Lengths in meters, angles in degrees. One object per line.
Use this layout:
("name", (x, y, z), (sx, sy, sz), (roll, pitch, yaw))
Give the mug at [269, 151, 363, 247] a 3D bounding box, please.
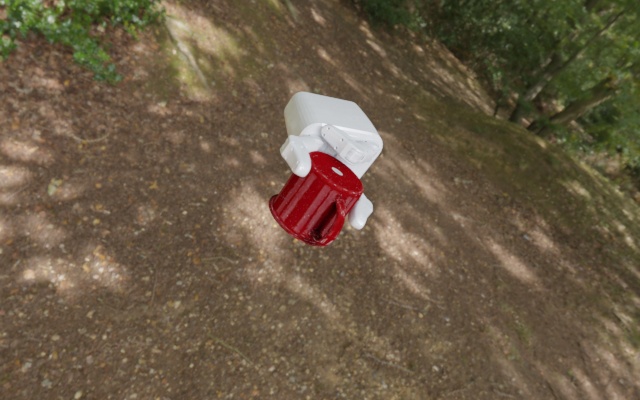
("mug", (0.000, 0.003, 0.565), (0.093, 0.081, 0.117), (22, 28, -28))
